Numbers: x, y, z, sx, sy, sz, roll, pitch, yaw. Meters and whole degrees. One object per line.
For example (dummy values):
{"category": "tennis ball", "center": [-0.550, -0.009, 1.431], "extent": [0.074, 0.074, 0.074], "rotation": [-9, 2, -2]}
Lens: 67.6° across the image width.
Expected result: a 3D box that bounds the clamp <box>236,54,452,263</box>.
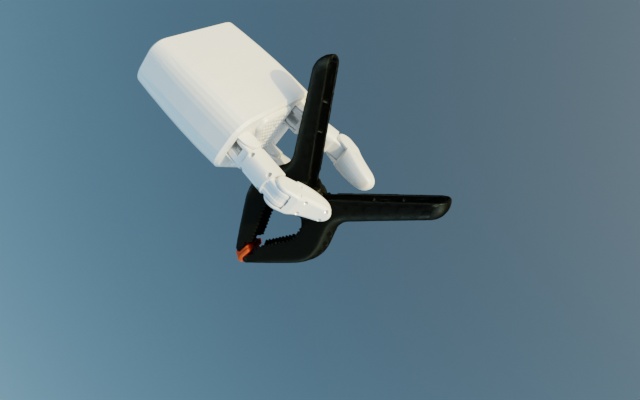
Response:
{"category": "clamp", "center": [-0.001, 0.002, 0.433], "extent": [0.210, 0.164, 0.036], "rotation": [-48, -9, 28]}
